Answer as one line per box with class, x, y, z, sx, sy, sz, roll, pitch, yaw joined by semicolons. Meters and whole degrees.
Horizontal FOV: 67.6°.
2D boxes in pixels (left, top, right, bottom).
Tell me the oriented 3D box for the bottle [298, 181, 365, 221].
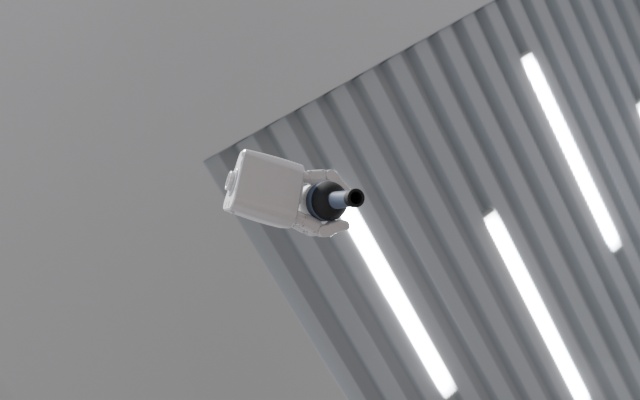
bottle;0.000;0.003;0.823;0.069;0.069;0.296;0;-3;-20
